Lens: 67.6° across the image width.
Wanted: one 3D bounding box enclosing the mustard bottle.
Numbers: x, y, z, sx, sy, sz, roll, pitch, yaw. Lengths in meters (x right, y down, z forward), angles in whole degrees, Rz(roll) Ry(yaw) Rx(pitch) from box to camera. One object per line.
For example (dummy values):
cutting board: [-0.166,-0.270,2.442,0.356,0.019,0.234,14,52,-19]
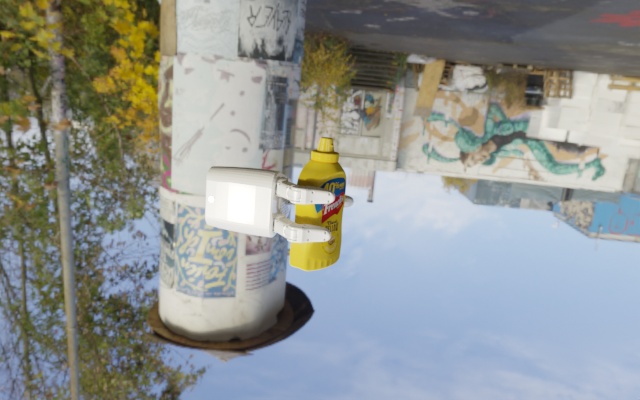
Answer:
mustard bottle: [0.000,0.003,0.709,0.058,0.192,0.096,14,15,35]
